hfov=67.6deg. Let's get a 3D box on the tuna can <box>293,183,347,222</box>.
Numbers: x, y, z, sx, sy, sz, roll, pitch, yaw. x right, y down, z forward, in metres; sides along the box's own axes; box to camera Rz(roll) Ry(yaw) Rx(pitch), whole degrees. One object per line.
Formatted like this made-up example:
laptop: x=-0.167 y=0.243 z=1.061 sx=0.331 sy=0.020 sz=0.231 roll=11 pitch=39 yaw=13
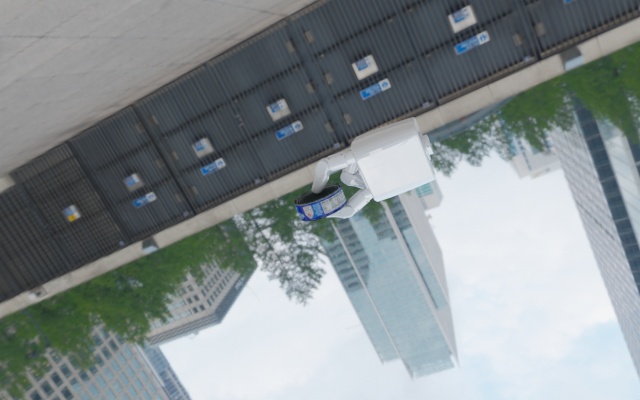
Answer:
tuna can: x=0.000 y=0.003 z=0.803 sx=0.086 sy=0.034 sz=0.086 roll=-20 pitch=14 yaw=5
